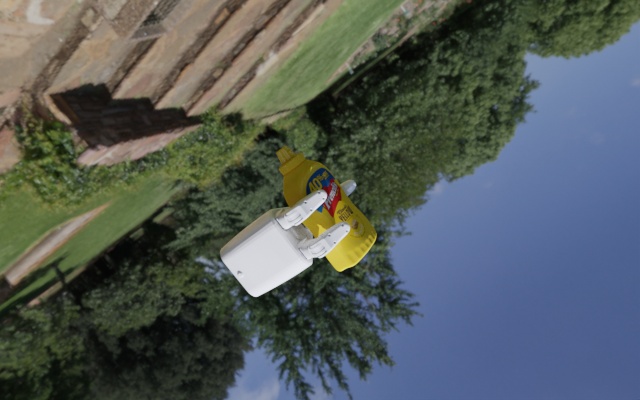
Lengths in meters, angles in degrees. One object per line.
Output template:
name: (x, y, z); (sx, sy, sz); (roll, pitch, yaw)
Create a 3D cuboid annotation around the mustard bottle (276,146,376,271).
mustard bottle: (0.001, 0.002, 0.694); (0.058, 0.191, 0.096); (-31, 10, 42)
